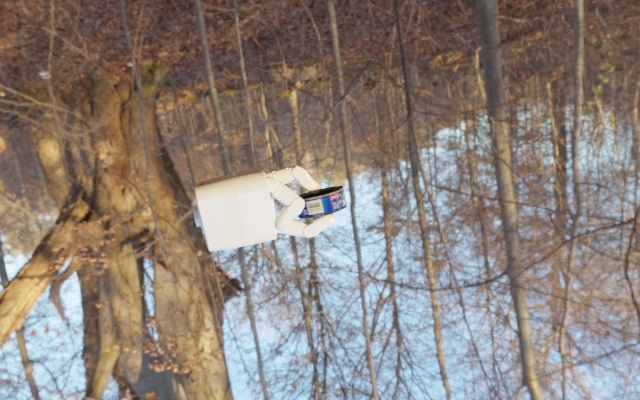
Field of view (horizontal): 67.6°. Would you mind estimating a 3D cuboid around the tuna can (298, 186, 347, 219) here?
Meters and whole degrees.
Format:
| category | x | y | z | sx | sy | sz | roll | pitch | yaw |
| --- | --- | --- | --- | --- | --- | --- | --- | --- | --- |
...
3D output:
| category | x | y | z | sx | sy | sz | roll | pitch | yaw |
| --- | --- | --- | --- | --- | --- | --- | --- | --- | --- |
| tuna can | 0.000 | 0.003 | 0.788 | 0.086 | 0.034 | 0.086 | -13 | 8 | 2 |
